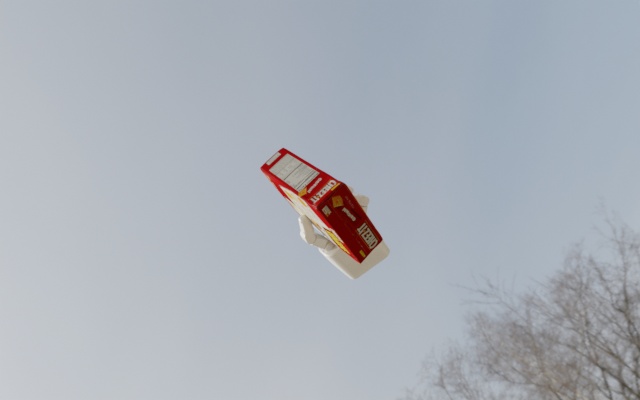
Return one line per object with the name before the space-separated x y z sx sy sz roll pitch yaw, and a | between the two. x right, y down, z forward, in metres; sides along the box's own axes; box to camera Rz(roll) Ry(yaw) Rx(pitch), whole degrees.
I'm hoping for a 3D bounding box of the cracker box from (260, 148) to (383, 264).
cracker box | 0.000 0.003 0.883 0.213 0.072 0.164 34 -14 51
